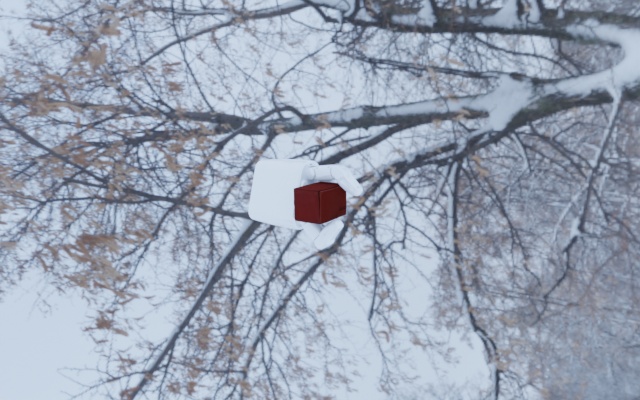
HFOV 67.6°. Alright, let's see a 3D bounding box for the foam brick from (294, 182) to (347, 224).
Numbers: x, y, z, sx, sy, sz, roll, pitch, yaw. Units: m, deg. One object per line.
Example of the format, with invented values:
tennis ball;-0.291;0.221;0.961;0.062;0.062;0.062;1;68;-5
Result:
foam brick;0.000;0.002;0.753;0.051;0.053;0.078;7;14;33
